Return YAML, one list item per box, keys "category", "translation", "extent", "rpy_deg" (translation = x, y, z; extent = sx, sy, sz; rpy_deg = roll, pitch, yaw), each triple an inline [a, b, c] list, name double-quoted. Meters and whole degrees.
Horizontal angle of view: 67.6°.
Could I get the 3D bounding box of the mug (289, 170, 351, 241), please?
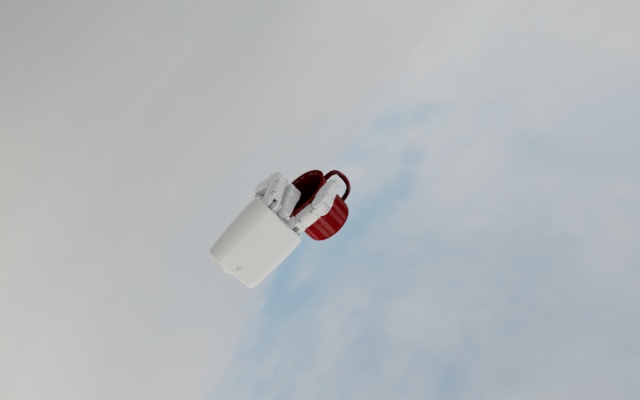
- category: "mug"
  translation: [0.001, 0.002, 0.772]
  extent: [0.081, 0.117, 0.093]
  rpy_deg: [46, -4, -28]
